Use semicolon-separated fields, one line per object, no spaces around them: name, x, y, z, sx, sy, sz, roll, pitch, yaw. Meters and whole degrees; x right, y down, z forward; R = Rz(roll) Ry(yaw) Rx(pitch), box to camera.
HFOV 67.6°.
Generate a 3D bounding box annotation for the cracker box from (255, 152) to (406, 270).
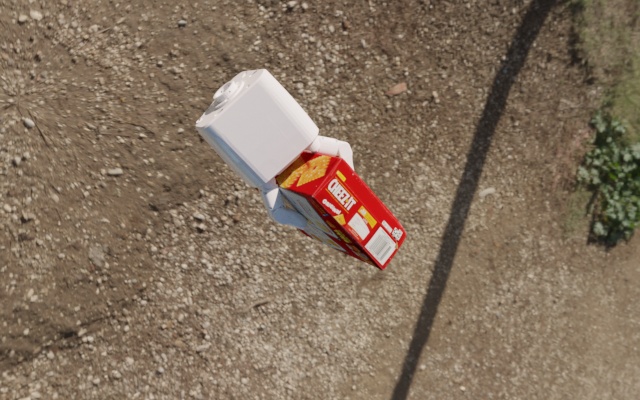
cracker box;0.000;0.002;0.692;0.164;0.072;0.213;46;-15;-31
